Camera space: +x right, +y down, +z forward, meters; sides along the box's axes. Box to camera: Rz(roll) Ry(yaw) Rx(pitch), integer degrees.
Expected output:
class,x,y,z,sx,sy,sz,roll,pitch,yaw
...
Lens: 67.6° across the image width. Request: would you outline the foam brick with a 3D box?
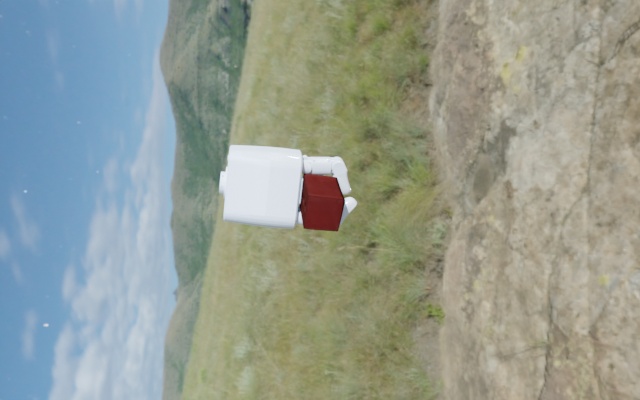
class,x,y,z,sx,sy,sz,roll,pitch,yaw
foam brick,0.000,0.002,0.682,0.051,0.053,0.078,6,25,-11
